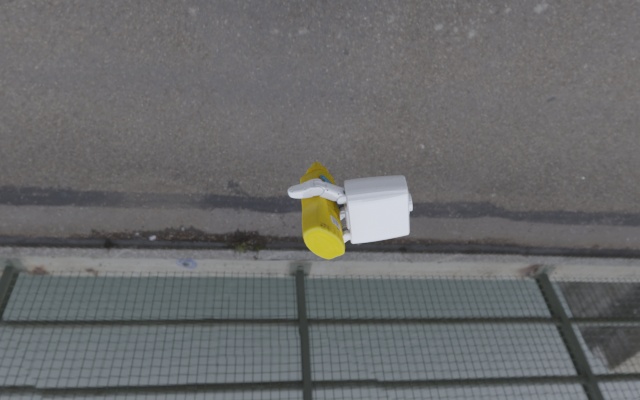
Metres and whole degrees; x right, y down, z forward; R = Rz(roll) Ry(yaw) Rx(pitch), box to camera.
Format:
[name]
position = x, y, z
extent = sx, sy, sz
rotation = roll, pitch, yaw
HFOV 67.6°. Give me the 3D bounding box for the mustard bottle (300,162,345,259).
[mustard bottle]
position = 0.000, 0.003, 0.853
extent = 0.058, 0.191, 0.096
rotation = -24, -44, 20
